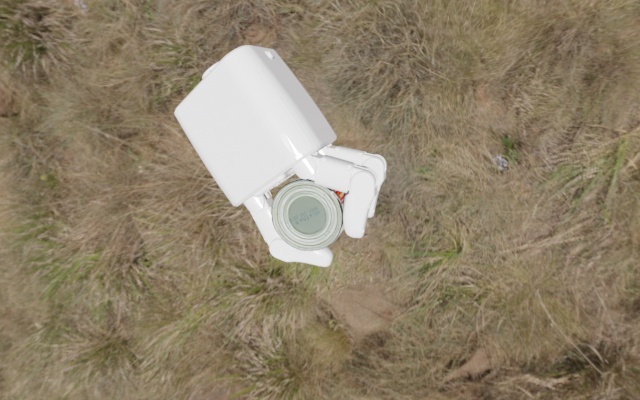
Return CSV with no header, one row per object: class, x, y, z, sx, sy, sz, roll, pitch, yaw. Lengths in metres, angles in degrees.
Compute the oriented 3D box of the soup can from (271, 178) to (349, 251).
soup can,0.000,0.002,0.462,0.068,0.068,0.102,0,14,15
